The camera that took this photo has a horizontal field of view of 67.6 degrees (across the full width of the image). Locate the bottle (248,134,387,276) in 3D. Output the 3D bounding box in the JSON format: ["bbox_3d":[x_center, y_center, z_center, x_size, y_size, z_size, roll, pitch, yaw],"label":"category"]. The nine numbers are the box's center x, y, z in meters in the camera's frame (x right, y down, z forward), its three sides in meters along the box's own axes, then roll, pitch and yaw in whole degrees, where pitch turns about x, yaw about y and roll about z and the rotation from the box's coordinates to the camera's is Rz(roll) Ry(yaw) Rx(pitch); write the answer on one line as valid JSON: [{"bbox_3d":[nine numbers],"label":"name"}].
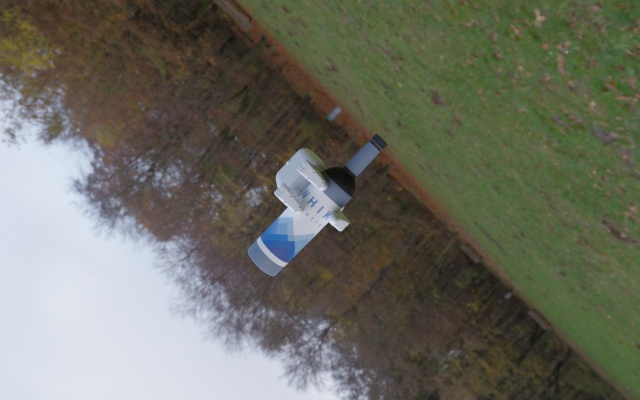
[{"bbox_3d":[0.000,0.003,0.811,0.069,0.296,0.069,43,7,-7],"label":"bottle"}]
